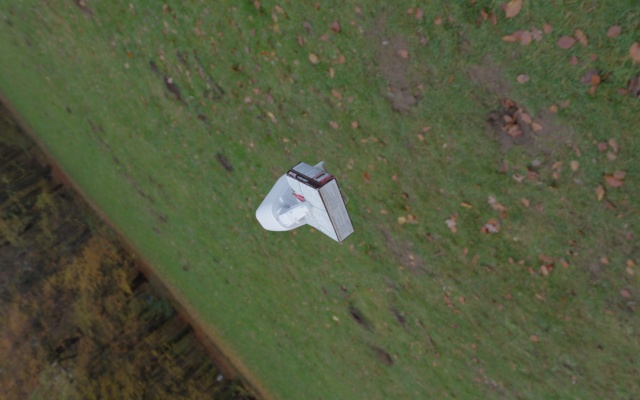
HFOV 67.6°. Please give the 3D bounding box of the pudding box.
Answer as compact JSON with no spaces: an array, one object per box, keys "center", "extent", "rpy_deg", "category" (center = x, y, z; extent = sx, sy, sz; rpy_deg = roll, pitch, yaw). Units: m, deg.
[{"center":[0.000,0.003,0.748],"extent":[0.039,0.114,0.090],"rpy_deg":[-40,38,-21],"category":"pudding box"}]
